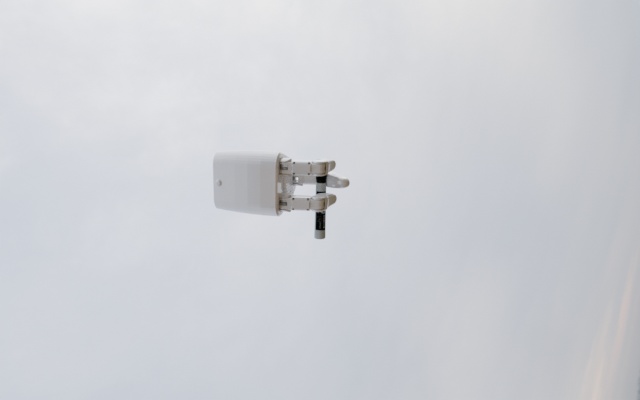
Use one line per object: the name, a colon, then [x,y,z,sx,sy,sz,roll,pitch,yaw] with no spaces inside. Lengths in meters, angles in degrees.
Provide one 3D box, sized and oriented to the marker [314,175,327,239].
marker: [0.000,0.003,0.771,0.020,0.121,0.020,1,13,0]
